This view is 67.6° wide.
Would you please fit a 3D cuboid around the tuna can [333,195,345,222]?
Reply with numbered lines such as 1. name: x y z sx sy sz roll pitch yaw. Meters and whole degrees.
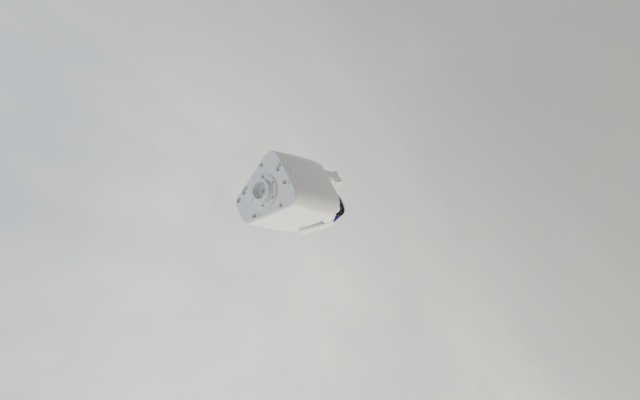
1. tuna can: 0.000 0.003 0.837 0.034 0.086 0.086 -43 -22 25
